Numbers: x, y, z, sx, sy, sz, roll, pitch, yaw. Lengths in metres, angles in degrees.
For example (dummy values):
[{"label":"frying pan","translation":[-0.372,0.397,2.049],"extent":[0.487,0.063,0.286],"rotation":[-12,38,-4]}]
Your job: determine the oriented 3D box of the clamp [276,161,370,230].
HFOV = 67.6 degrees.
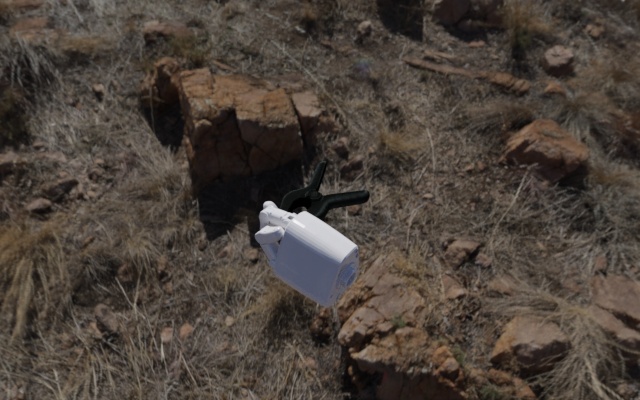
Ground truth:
[{"label":"clamp","translation":[0.000,0.002,0.818],"extent":[0.120,0.039,0.171],"rotation":[25,52,28]}]
